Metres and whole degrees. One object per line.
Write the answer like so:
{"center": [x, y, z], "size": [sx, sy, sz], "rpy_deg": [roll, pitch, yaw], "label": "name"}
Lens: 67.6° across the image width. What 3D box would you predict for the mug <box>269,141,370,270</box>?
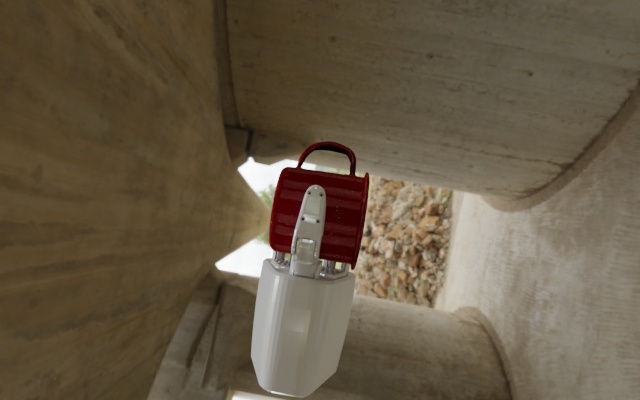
{"center": [0.000, 0.000, 0.450], "size": [0.081, 0.117, 0.093], "rpy_deg": [9, -2, 1], "label": "mug"}
